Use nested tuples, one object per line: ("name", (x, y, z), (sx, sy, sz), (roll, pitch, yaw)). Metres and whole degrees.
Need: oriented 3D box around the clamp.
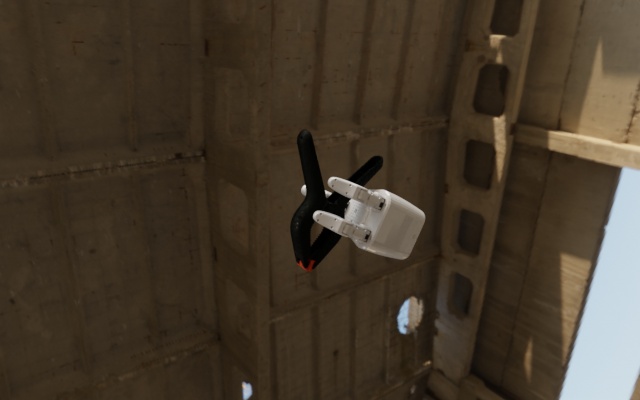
("clamp", (0.000, 0.003, 0.724), (0.164, 0.210, 0.036), (22, 2, -38))
